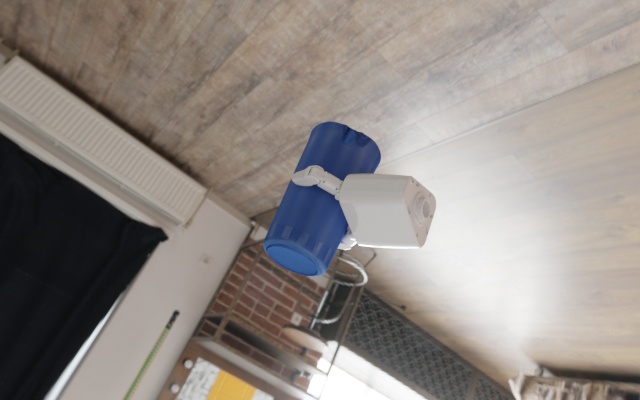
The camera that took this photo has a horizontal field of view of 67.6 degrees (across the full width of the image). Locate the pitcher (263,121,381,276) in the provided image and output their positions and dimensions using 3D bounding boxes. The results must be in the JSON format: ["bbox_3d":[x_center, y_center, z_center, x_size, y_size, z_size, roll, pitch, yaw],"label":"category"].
[{"bbox_3d":[0.000,0.003,0.801,0.145,0.242,0.149,1,-36,37],"label":"pitcher"}]
